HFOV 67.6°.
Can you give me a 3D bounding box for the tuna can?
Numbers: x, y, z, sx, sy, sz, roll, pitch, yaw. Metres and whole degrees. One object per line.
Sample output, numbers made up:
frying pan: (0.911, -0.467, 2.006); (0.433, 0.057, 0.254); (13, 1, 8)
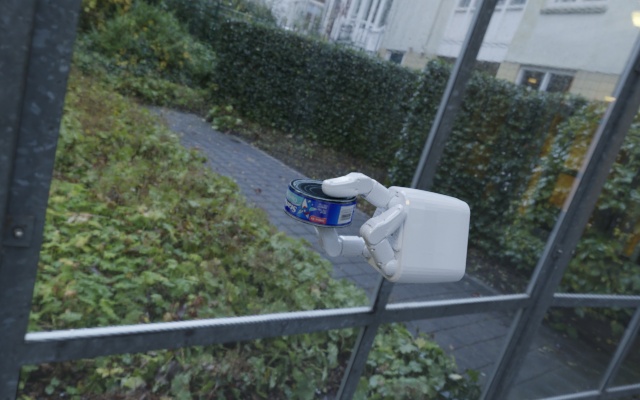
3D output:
tuna can: (0.000, 0.001, 0.577); (0.086, 0.034, 0.086); (11, 17, -3)
